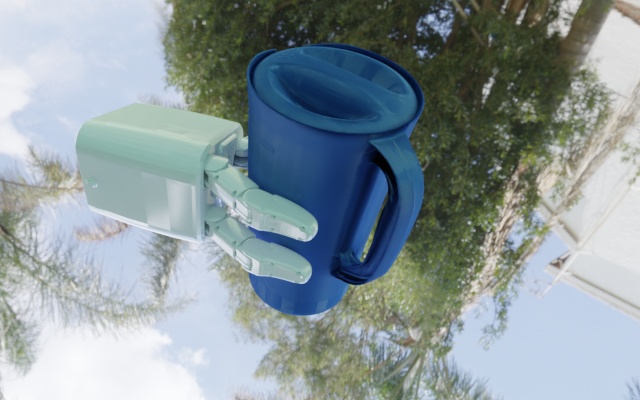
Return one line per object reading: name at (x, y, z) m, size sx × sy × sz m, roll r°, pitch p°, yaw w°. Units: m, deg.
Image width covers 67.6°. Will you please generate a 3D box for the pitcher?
pitcher at (0.000, 0.001, 0.424) m, size 0.145 × 0.243 × 0.149 m, roll 14°, pitch 42°, yaw 3°
